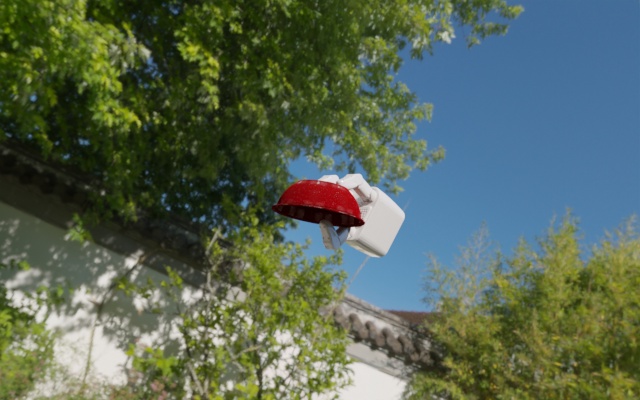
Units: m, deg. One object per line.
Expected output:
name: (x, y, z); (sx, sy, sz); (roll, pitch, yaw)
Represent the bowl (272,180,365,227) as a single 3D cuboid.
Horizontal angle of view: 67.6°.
bowl: (0.000, 0.002, 0.818); (0.162, 0.055, 0.162); (9, -11, 2)
